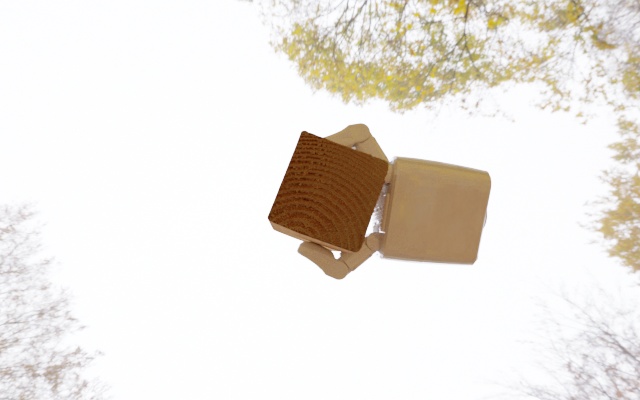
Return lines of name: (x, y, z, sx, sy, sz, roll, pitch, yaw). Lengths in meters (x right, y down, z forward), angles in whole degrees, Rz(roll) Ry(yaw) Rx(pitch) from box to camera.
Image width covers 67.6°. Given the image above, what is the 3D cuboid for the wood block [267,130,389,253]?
wood block: (0.000, 0.002, 0.529, 0.090, 0.091, 0.206, 20, -7, -2)
